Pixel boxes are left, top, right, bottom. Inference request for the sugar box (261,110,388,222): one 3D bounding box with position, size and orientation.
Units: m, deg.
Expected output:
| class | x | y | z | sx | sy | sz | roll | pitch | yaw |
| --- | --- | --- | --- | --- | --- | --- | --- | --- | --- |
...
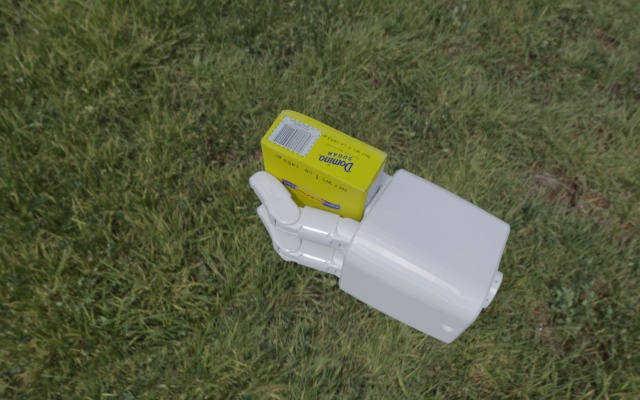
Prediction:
| class | x | y | z | sx | sy | sz | roll | pitch | yaw |
| --- | --- | --- | --- | --- | --- | --- | --- | --- | --- |
| sugar box | 0.000 | 0.002 | 0.437 | 0.093 | 0.048 | 0.176 | 27 | -28 | 13 |
